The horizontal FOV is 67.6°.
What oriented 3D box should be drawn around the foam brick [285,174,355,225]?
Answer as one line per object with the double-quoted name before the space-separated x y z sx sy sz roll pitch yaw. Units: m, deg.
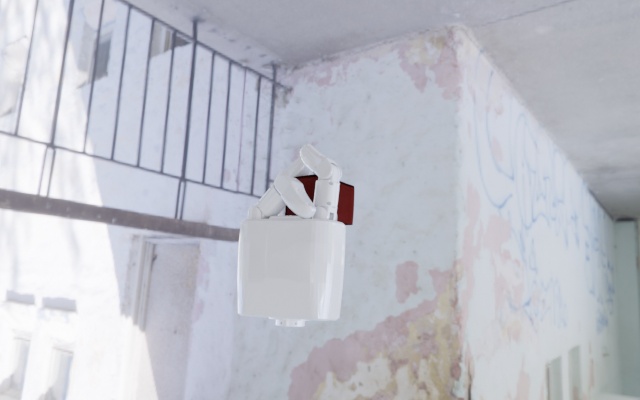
"foam brick" 0.000 0.002 0.585 0.053 0.051 0.078 -6 -13 34
